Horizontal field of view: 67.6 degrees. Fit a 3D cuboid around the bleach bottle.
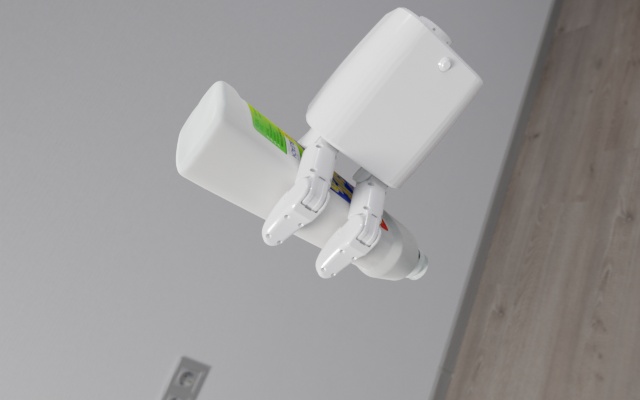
[{"bbox_3d":[0.000,0.001,0.420,0.251,0.068,0.102,33,17,-27],"label":"bleach bottle"}]
